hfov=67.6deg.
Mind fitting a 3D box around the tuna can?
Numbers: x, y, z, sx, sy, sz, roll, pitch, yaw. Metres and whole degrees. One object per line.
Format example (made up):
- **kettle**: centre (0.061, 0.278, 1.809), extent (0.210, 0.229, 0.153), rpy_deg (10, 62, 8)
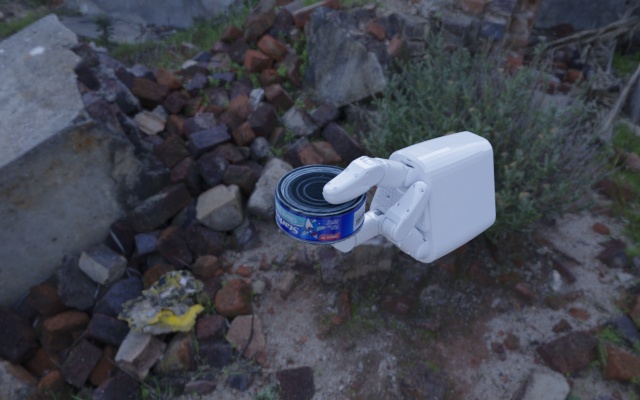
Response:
- **tuna can**: centre (0.000, 0.001, 0.449), extent (0.086, 0.034, 0.086), rpy_deg (1, 36, 0)
